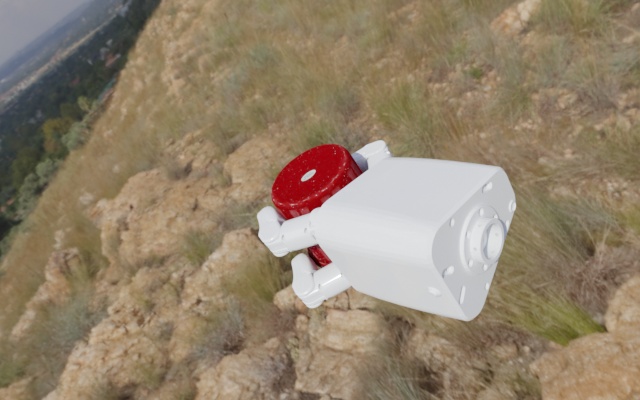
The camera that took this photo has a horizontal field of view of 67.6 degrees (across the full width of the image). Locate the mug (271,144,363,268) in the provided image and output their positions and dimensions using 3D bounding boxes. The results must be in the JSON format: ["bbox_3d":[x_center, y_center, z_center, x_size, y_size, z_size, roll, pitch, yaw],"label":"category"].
[{"bbox_3d":[-0.001,0.001,0.451,0.117,0.093,0.081,8,-37,47],"label":"mug"}]
